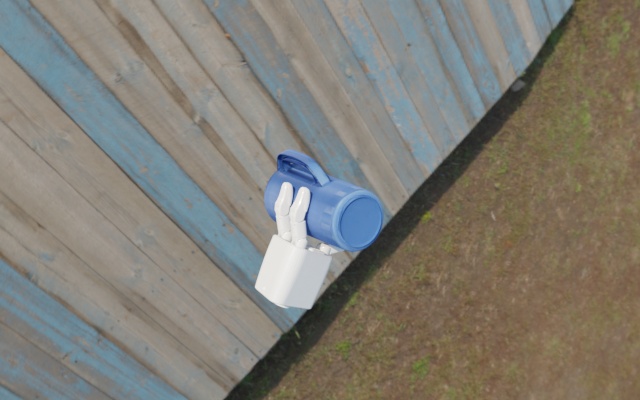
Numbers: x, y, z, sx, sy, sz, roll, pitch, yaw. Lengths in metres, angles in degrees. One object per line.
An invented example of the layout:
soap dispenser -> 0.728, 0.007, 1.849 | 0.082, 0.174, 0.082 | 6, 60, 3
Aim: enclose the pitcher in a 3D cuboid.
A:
pitcher -> 0.000, 0.003, 0.887 | 0.149, 0.145, 0.243 | 22, -1, -34
